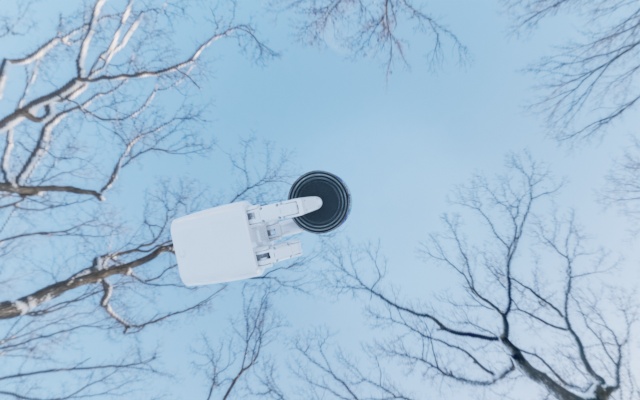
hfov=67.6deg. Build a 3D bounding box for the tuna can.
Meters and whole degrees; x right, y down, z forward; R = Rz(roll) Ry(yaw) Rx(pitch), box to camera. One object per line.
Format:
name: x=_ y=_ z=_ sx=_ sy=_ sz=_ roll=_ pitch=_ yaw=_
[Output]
tuna can: x=0.000 y=0.002 z=0.656 sx=0.086 sy=0.086 sz=0.034 roll=0 pitch=0 yaw=12
